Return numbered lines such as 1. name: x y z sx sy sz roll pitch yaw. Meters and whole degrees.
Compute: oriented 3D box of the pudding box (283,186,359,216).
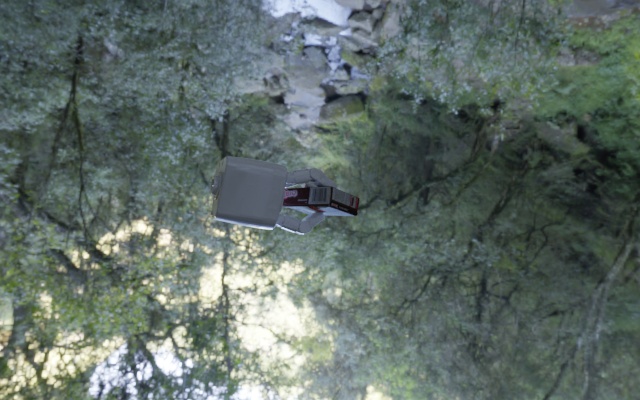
1. pudding box: 0.000 0.003 0.876 0.113 0.039 0.090 1 -12 39
